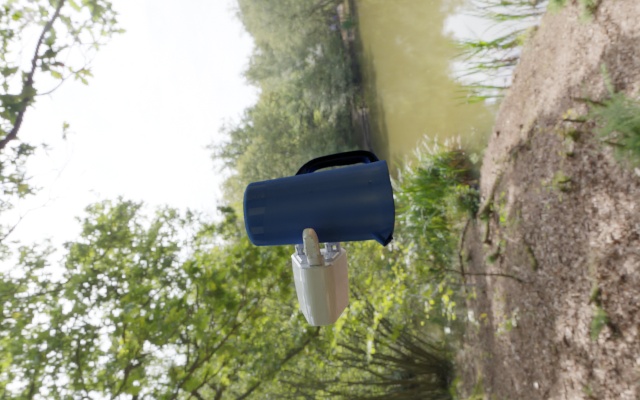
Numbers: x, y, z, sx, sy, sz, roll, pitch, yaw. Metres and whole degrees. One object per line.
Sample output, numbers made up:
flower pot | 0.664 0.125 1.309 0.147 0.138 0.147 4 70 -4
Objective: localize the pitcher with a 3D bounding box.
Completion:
pitcher | 0.000 0.003 0.801 0.243 0.145 0.149 -6 13 3
